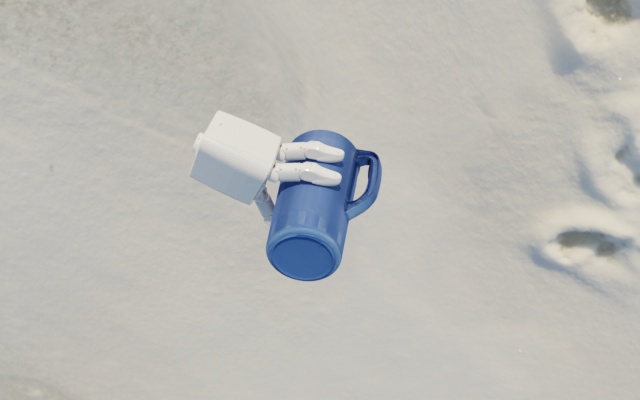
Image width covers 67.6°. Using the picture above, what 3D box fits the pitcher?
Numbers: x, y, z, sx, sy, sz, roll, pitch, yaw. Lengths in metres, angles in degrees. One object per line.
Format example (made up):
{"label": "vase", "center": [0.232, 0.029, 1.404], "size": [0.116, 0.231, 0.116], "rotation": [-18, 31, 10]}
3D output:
{"label": "pitcher", "center": [0.000, 0.002, 0.746], "size": [0.145, 0.149, 0.242], "rotation": [26, 38, -13]}
